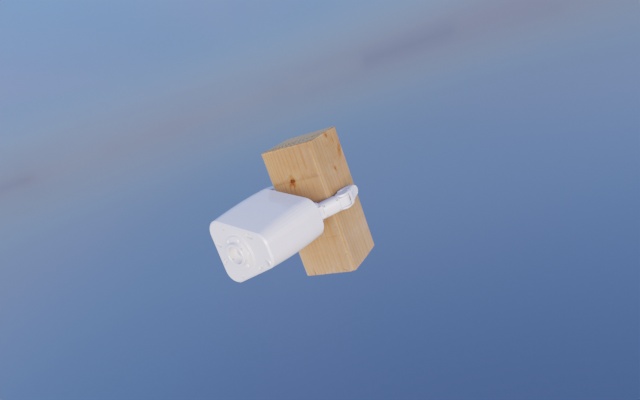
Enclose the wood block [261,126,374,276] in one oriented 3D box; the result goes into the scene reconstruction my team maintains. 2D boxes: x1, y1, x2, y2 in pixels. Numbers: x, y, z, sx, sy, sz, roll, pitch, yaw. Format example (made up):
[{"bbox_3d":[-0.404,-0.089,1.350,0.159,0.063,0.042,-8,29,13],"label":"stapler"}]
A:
[{"bbox_3d":[0.000,0.002,0.743,0.091,0.206,0.090,-11,17,31],"label":"wood block"}]
